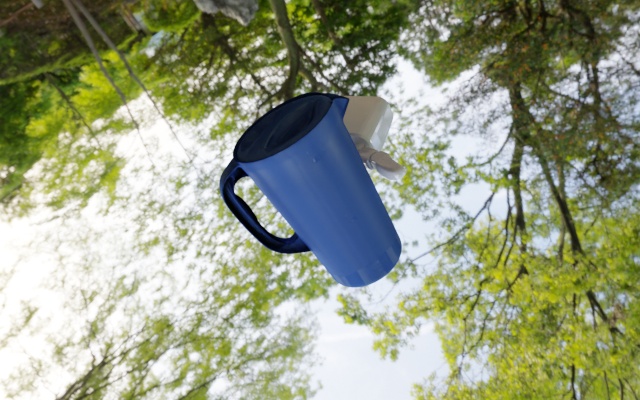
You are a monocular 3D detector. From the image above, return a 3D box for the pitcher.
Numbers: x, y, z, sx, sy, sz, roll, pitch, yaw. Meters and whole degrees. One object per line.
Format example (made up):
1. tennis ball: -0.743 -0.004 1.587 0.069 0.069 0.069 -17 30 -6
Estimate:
1. pitcher: 0.000 0.002 0.602 0.149 0.243 0.145 -11 37 34
